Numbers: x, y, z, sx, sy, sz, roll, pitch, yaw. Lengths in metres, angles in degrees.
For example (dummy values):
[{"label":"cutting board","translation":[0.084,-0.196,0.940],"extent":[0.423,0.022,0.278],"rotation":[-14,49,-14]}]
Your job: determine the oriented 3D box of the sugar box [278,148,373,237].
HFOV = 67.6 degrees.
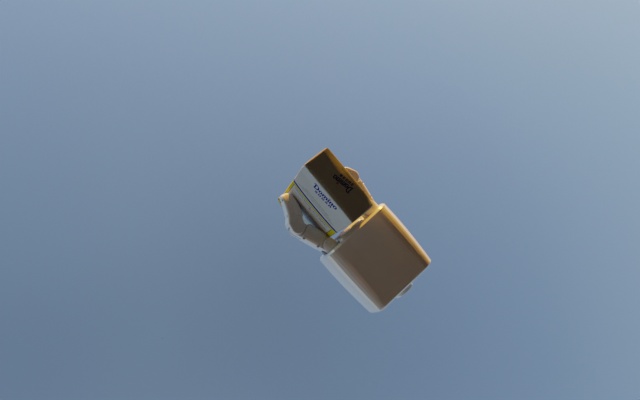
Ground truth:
[{"label":"sugar box","translation":[0.001,0.002,0.650],"extent":[0.048,0.093,0.176],"rotation":[-39,-1,-24]}]
